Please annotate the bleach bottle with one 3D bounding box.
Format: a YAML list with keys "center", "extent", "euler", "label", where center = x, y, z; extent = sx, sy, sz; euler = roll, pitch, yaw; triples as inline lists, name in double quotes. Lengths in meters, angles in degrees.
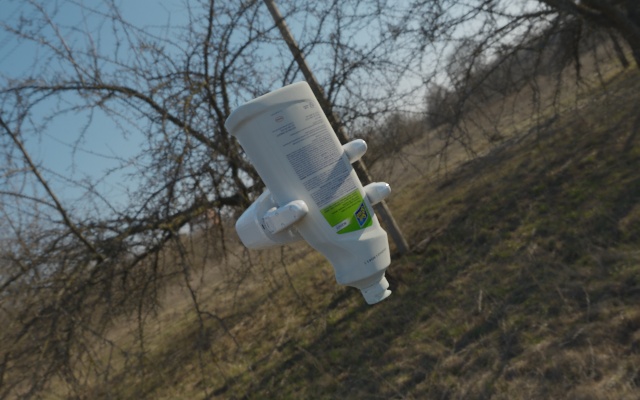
- center: [0.000, 0.002, 0.523]
  extent: [0.102, 0.251, 0.068]
  euler: [-29, 2, -27]
  label: "bleach bottle"
